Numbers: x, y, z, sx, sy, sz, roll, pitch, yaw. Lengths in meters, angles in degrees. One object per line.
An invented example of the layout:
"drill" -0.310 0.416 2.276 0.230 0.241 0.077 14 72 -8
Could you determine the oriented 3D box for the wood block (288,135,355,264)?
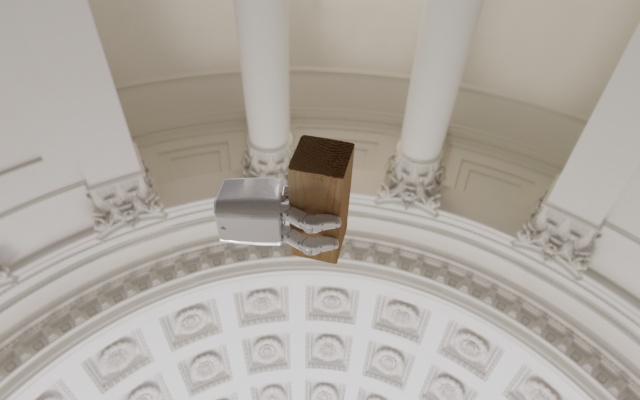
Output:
"wood block" 0.000 0.002 0.812 0.090 0.206 0.090 11 46 8
